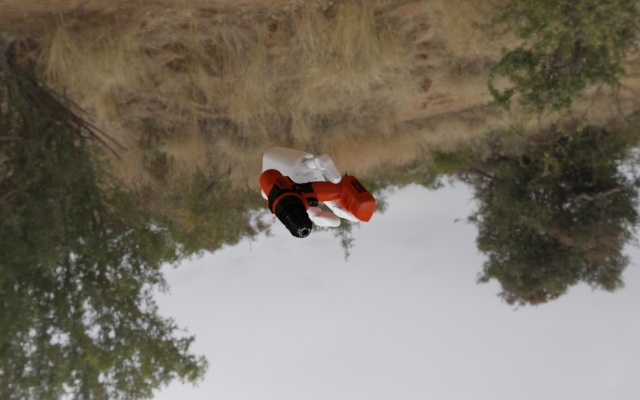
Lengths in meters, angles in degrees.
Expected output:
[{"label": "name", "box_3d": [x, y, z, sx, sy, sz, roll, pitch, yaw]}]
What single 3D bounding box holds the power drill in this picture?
[{"label": "power drill", "box_3d": [0.000, 0.003, 0.844, 0.187, 0.057, 0.184, 2, 32, -28]}]
